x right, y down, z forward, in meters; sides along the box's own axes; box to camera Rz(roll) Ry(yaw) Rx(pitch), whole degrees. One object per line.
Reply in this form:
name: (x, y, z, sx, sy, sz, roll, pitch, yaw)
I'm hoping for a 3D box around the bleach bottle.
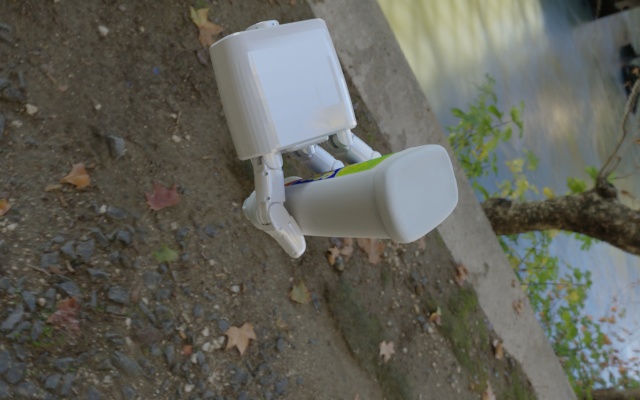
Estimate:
bleach bottle: (0.000, 0.002, 0.472, 0.251, 0.068, 0.102, -7, 13, 46)
